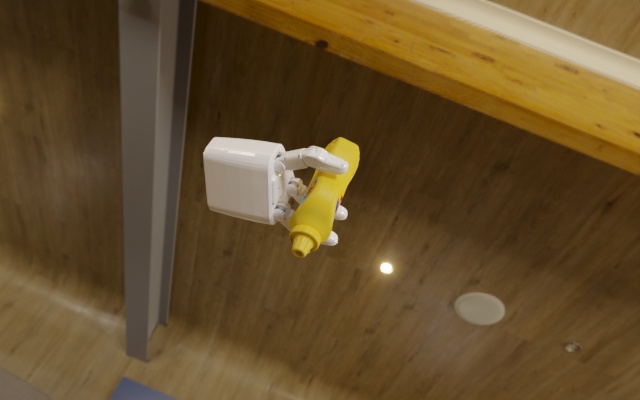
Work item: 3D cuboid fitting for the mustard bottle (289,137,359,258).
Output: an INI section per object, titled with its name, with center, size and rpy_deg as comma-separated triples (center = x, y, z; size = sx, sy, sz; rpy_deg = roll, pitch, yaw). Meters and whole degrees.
[mustard bottle]
center = 0.001, 0.002, 0.667
size = 0.058, 0.191, 0.096
rpy_deg = 27, -42, -3
